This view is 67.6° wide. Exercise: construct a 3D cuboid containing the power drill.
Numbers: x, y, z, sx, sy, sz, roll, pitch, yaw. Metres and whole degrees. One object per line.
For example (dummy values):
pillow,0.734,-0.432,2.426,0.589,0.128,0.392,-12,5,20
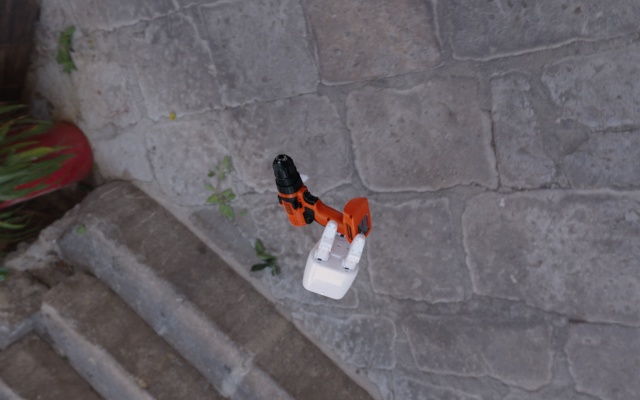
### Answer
power drill,0.001,0.003,0.894,0.187,0.057,0.185,23,-31,29
